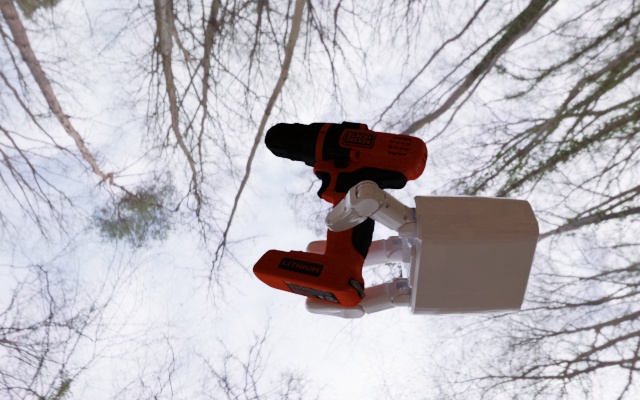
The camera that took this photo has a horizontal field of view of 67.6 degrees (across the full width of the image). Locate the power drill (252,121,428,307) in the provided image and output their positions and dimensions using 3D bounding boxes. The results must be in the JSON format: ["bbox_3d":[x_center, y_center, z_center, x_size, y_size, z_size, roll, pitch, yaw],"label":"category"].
[{"bbox_3d":[0.000,0.002,0.486,0.184,0.187,0.057,10,-23,24],"label":"power drill"}]
